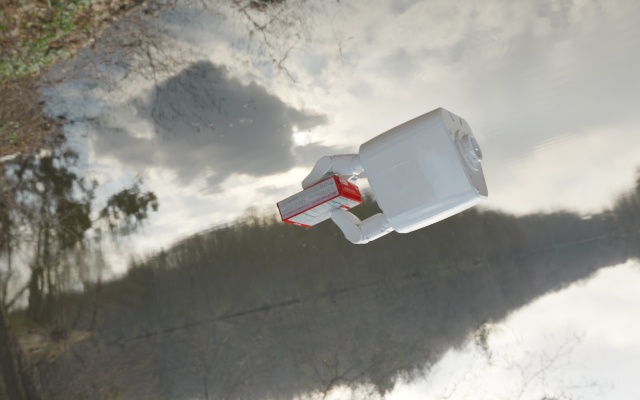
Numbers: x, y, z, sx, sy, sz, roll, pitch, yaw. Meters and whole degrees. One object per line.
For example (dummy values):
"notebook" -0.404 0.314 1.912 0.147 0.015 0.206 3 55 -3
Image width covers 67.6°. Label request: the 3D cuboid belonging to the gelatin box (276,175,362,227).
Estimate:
"gelatin box" 0.000 0.003 0.612 0.089 0.030 0.073 -26 -18 20
